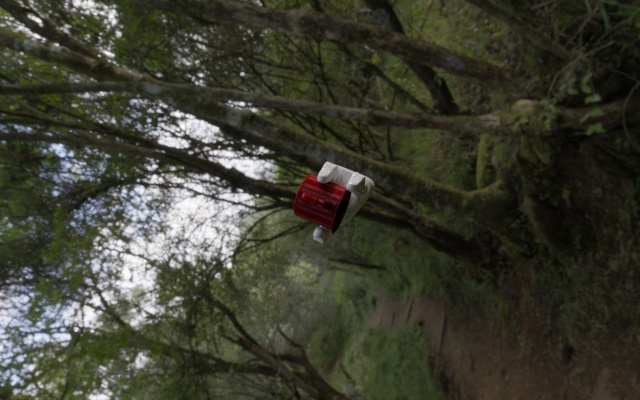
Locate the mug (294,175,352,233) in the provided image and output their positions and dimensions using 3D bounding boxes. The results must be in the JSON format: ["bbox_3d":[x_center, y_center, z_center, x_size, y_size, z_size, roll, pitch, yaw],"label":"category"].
[{"bbox_3d":[0.000,0.003,0.862,0.081,0.093,0.117,21,5,12],"label":"mug"}]
